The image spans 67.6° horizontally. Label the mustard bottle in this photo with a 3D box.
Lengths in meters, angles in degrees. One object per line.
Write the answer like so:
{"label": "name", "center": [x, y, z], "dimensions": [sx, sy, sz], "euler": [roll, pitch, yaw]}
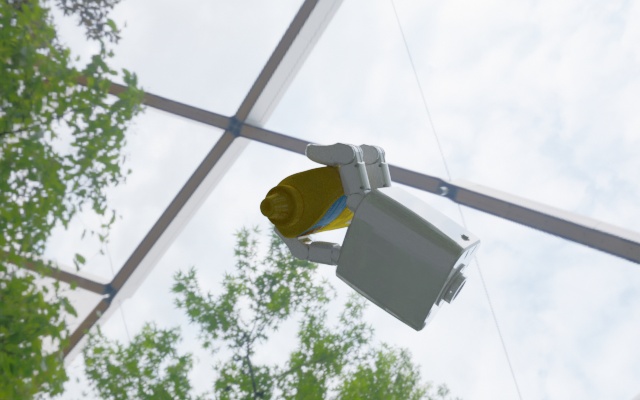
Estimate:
{"label": "mustard bottle", "center": [0.000, 0.001, 0.522], "dimensions": [0.096, 0.058, 0.191], "euler": [-40, -17, 27]}
